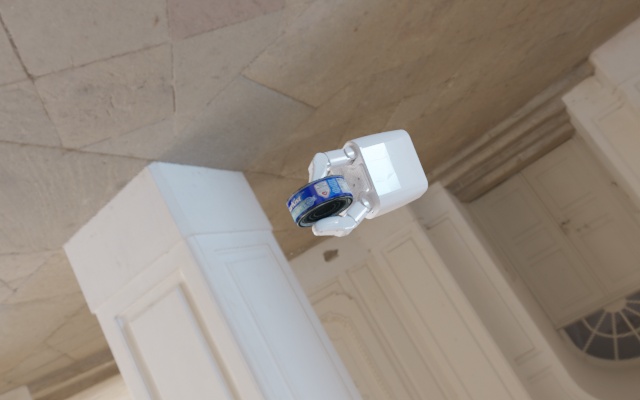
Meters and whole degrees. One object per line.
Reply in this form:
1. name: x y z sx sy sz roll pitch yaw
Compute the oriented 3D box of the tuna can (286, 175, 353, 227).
1. tuna can: 0.000 0.003 0.636 0.086 0.033 0.086 -23 -17 -8
